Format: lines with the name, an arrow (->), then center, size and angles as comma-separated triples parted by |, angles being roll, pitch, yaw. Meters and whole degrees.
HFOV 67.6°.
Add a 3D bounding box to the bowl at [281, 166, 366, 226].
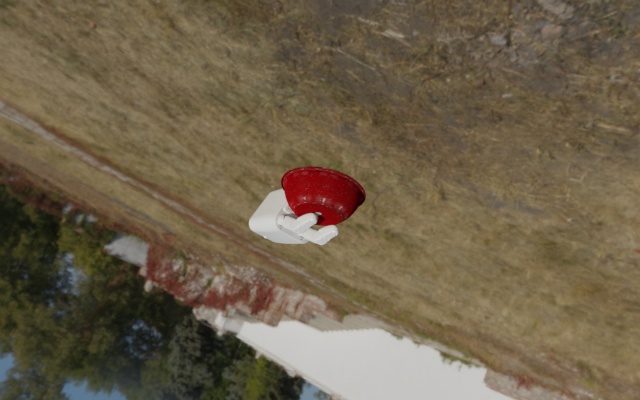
bowl -> 0.001, 0.003, 0.878 | 0.162, 0.055, 0.162 | 9, -28, 5
